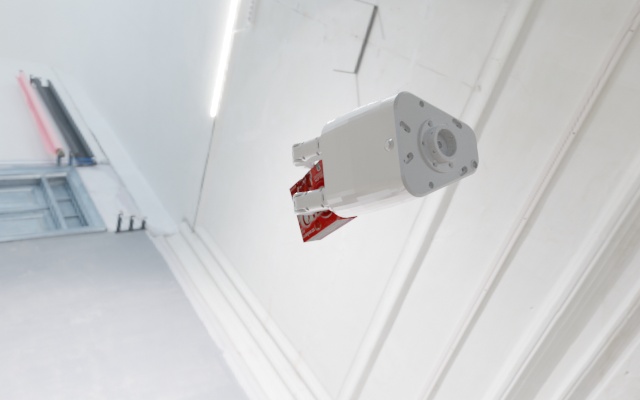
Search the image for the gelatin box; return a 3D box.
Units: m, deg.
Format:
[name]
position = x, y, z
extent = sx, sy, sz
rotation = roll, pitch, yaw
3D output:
[gelatin box]
position = 0.000, 0.002, 0.566
extent = 0.030, 0.073, 0.089
rotation = -6, -18, -32
